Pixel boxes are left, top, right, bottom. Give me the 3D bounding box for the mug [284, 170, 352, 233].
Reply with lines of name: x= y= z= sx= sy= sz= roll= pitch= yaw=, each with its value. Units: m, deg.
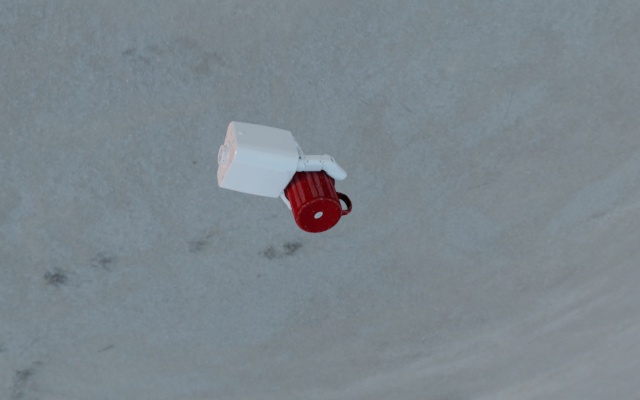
mug: x=0.001 y=0.003 z=0.821 sx=0.117 sy=0.093 sz=0.081 roll=9 pitch=37 yaw=-24
